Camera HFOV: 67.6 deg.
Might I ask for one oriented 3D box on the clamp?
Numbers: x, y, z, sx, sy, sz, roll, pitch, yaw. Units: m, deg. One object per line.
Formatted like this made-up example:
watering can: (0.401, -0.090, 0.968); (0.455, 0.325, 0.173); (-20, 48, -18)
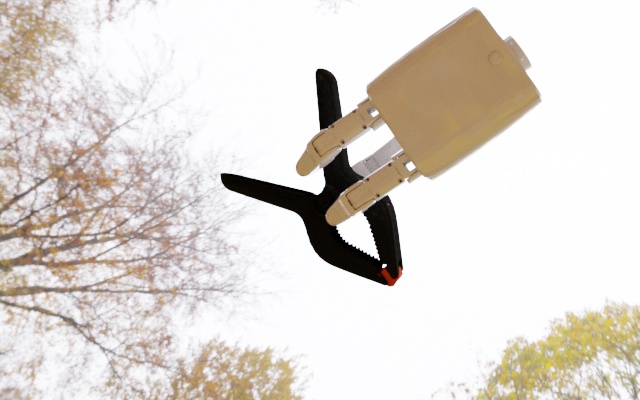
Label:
clamp: (0.001, 0.002, 0.473); (0.164, 0.210, 0.036); (-36, -7, 24)
